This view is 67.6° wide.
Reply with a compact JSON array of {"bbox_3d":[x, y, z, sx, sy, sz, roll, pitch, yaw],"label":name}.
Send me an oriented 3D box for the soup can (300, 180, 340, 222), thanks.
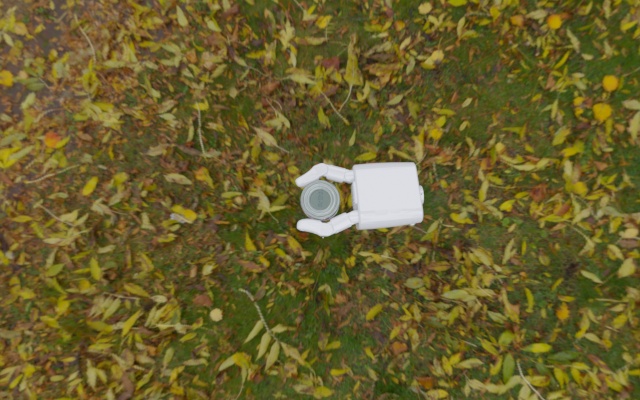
[{"bbox_3d":[0.000,0.003,0.831,0.068,0.068,0.102,0,-4,0],"label":"soup can"}]
